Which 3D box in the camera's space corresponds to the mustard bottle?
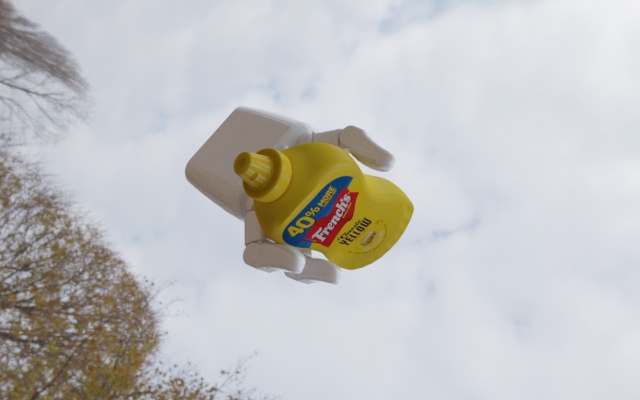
[{"bbox_3d":[0.000,0.002,0.413,0.192,0.096,0.058,27,23,-48],"label":"mustard bottle"}]
